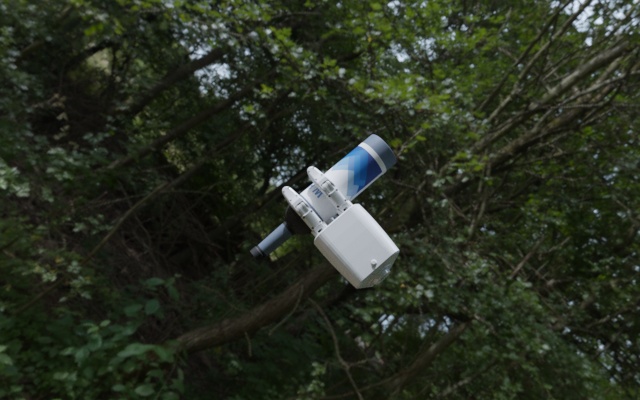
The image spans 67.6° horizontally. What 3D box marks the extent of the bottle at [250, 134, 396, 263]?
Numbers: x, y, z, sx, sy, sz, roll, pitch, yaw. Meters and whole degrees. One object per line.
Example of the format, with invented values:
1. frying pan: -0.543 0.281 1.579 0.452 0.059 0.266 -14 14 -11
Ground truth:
1. bottle: 0.000 0.002 0.829 0.295 0.069 0.069 -40 5 -6
